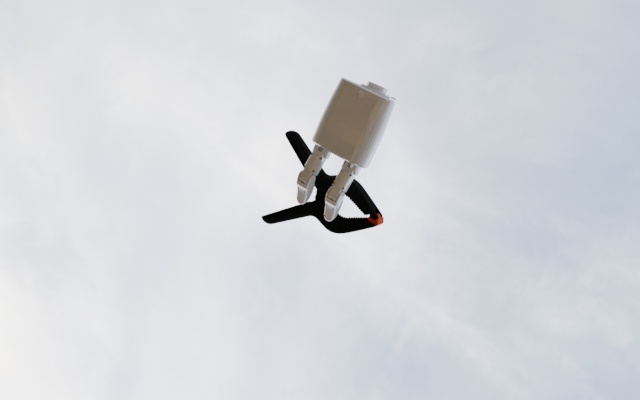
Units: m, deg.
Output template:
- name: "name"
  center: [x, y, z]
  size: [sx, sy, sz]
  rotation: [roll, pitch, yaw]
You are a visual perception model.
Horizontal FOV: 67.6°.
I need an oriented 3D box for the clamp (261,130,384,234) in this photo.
- name: "clamp"
  center: [0.001, 0.002, 0.772]
  size: [0.210, 0.164, 0.036]
  rotation: [31, 20, 21]
